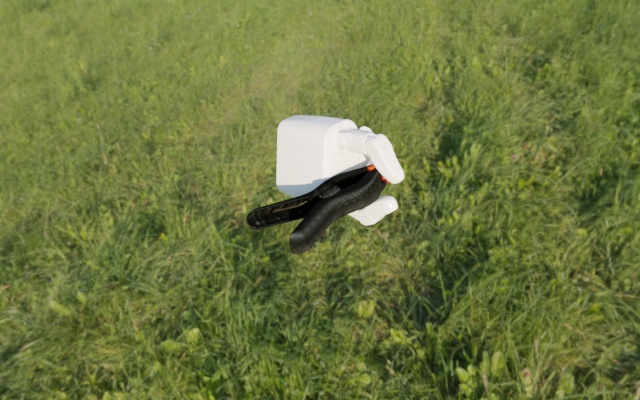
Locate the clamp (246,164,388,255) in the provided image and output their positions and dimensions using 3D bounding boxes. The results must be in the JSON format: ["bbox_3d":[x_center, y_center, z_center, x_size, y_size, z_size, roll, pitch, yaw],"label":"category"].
[{"bbox_3d":[0.000,0.001,0.547,0.171,0.039,0.120,-30,31,-33],"label":"clamp"}]
